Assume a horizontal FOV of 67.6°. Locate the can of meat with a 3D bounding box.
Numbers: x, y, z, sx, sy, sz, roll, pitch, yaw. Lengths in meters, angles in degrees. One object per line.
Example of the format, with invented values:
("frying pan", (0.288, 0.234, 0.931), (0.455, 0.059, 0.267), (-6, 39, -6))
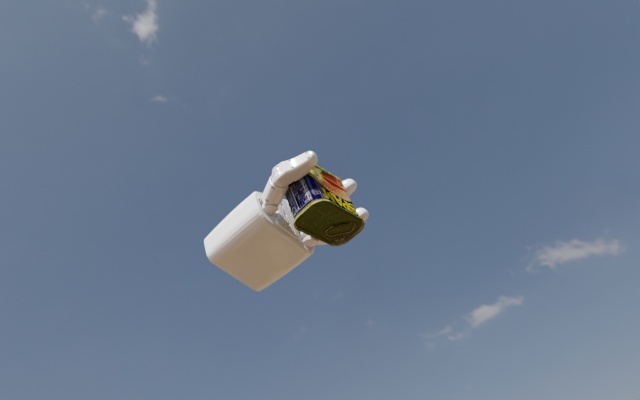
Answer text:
("can of meat", (0.000, 0.002, 0.628), (0.057, 0.084, 0.102), (-42, -43, 20))
